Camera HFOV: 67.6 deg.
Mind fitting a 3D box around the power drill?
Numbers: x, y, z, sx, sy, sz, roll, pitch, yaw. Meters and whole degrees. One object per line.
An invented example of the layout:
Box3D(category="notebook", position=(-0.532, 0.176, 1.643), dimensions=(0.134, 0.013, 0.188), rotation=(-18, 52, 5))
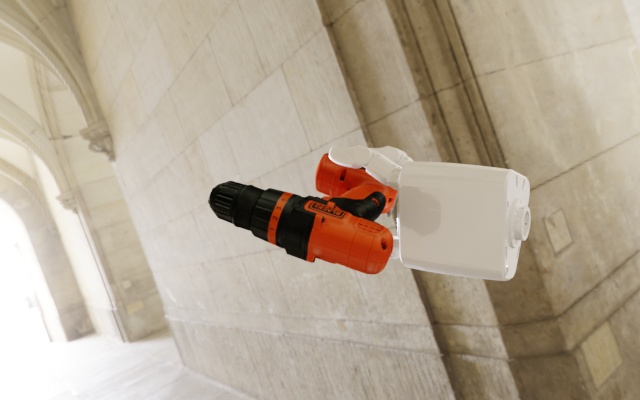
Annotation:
Box3D(category="power drill", position=(0.000, 0.002, 0.511), dimensions=(0.184, 0.057, 0.187), rotation=(20, 26, 13))
